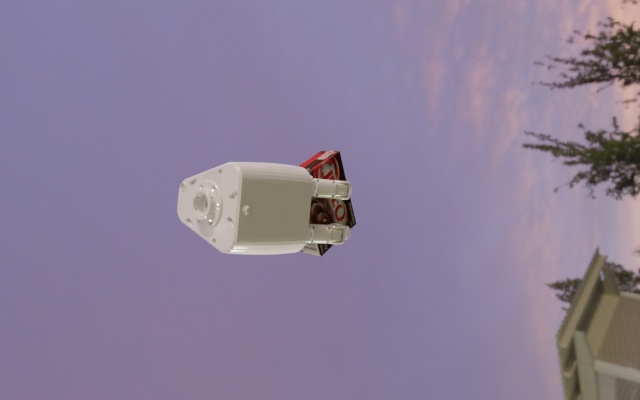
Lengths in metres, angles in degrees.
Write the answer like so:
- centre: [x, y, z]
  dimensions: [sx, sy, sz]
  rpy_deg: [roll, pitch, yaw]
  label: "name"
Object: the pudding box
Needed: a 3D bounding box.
- centre: [0.000, 0.002, 0.623]
  dimensions: [0.039, 0.113, 0.090]
  rpy_deg: [7, 31, 37]
  label: "pudding box"
